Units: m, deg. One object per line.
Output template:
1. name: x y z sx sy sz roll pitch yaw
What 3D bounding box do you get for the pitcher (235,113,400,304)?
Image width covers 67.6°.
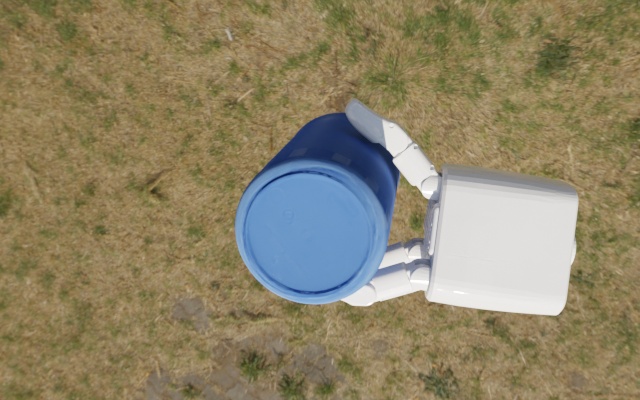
1. pitcher: 0.000 0.001 0.439 0.145 0.149 0.242 10 15 6
